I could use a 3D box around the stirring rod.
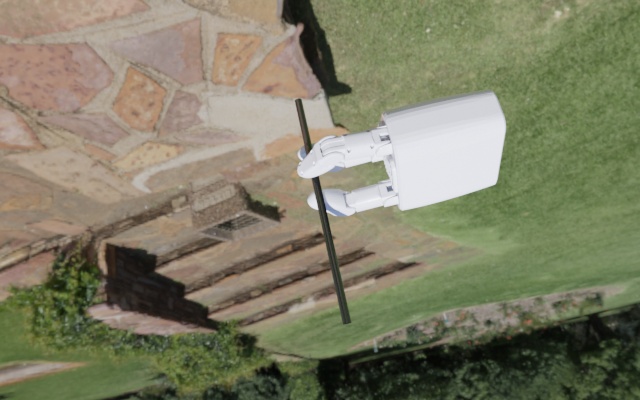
[{"bbox_3d":[0.000,0.001,0.475,0.011,0.239,0.011,-11,-21,-4],"label":"stirring rod"}]
